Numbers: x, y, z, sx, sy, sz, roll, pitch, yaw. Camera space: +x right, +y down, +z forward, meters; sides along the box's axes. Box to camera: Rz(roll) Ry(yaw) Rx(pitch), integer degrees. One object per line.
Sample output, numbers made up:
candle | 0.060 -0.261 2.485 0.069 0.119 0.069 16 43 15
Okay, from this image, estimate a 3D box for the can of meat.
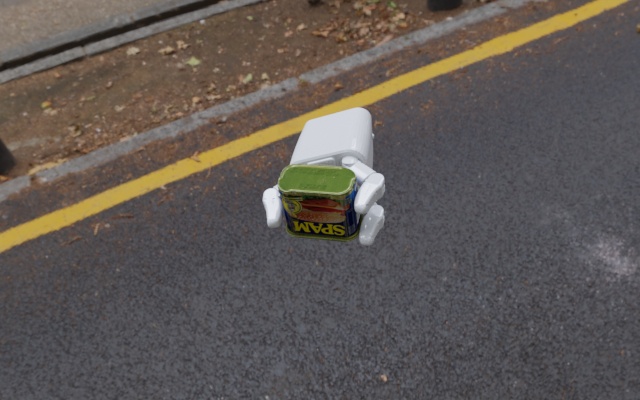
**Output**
can of meat | 0.000 0.002 0.612 0.102 0.084 0.057 4 46 14
